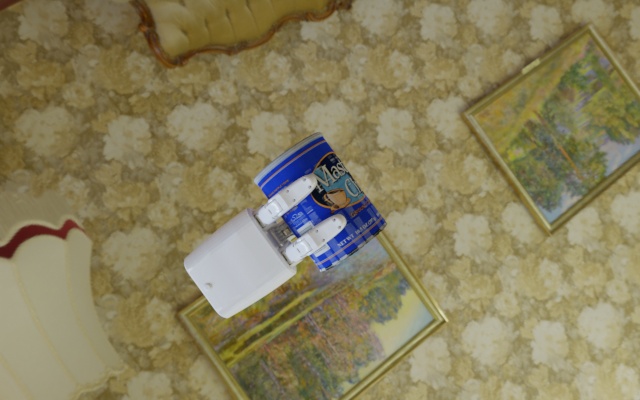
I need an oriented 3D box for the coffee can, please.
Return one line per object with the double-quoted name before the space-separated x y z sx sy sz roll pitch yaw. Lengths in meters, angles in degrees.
"coffee can" 0.000 0.002 0.591 0.103 0.140 0.103 -36 -1 0
